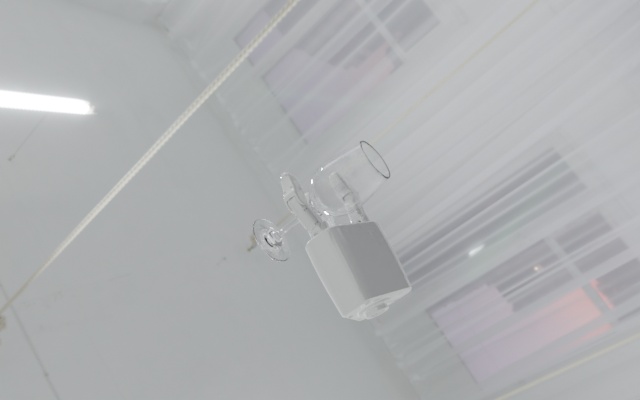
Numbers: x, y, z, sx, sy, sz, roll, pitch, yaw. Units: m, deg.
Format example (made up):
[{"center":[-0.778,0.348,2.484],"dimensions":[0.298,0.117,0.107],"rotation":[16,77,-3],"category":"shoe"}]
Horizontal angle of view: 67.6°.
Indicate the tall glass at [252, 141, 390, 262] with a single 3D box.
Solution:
[{"center":[0.000,0.002,0.664],"dimensions":[0.201,0.079,0.079],"rotation":[-38,-17,23],"category":"tall glass"}]
